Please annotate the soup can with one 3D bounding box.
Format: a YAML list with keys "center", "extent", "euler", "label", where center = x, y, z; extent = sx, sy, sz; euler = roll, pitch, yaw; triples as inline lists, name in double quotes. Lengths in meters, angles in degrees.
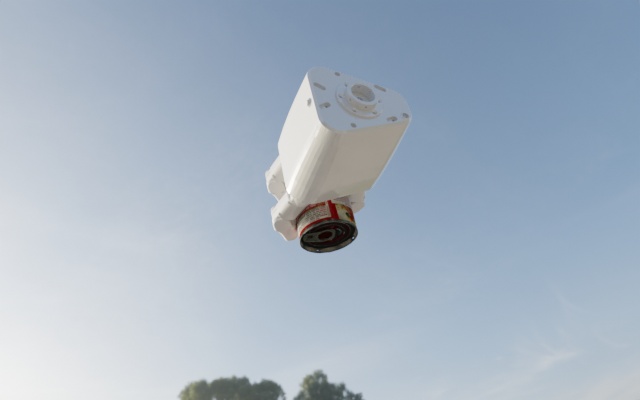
- center: [0.000, 0.002, 0.568]
  extent: [0.068, 0.102, 0.069]
  euler: [-9, -34, -6]
  label: "soup can"
